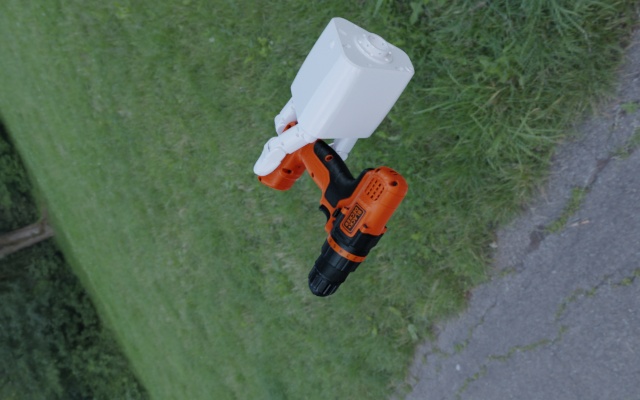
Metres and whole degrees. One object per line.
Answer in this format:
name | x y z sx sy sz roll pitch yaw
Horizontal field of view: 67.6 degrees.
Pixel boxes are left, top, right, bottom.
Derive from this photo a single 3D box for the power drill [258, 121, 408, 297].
power drill | 0.000 0.001 0.604 0.187 0.184 0.057 45 22 31
